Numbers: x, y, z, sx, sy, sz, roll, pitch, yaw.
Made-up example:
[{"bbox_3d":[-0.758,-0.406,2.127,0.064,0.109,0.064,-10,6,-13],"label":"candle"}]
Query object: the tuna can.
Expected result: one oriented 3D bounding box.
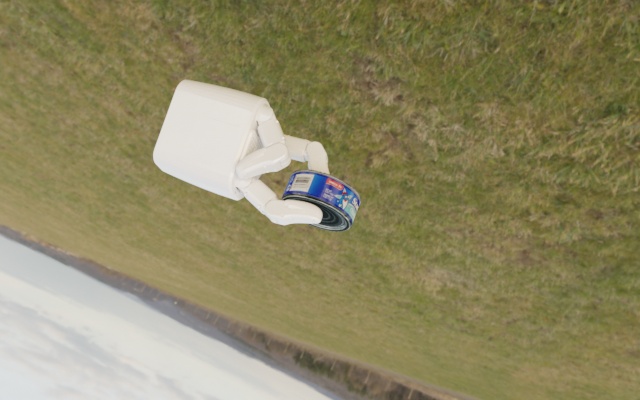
[{"bbox_3d":[0.000,0.002,0.539,0.086,0.033,0.086,18,-22,8],"label":"tuna can"}]
